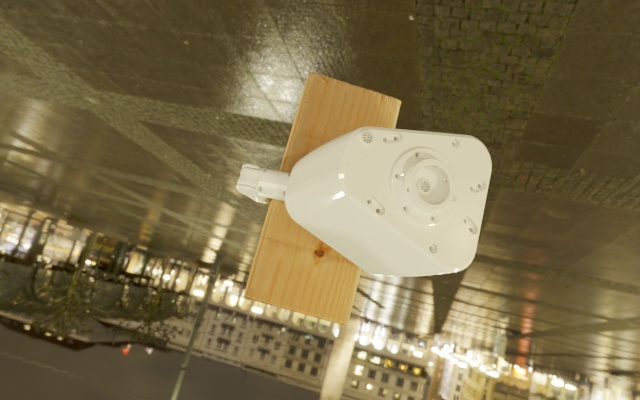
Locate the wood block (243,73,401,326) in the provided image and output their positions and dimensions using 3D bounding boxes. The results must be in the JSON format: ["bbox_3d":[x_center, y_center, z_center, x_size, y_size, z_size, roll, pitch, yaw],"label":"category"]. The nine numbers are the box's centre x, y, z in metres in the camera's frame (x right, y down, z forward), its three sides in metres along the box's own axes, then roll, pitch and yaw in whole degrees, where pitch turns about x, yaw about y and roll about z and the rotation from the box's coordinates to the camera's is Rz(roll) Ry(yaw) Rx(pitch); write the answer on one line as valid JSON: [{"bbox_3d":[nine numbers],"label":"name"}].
[{"bbox_3d":[0.000,0.001,0.449,0.091,0.206,0.090,17,-13,-6],"label":"wood block"}]
